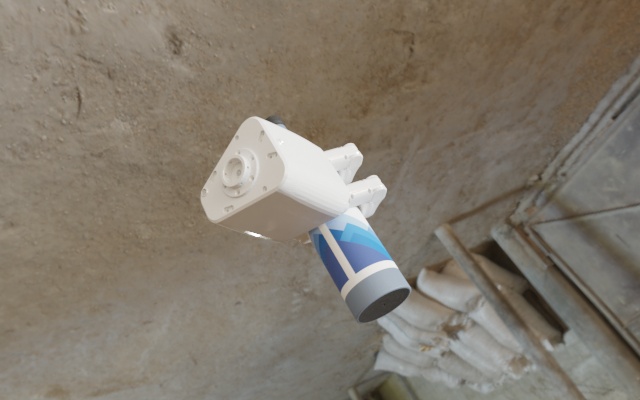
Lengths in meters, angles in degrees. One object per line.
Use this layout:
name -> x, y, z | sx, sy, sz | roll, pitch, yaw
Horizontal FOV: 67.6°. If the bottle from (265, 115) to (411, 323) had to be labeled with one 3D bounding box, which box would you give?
bottle -> 0.000, 0.002, 0.570 | 0.069, 0.295, 0.069 | -22, -32, -15
